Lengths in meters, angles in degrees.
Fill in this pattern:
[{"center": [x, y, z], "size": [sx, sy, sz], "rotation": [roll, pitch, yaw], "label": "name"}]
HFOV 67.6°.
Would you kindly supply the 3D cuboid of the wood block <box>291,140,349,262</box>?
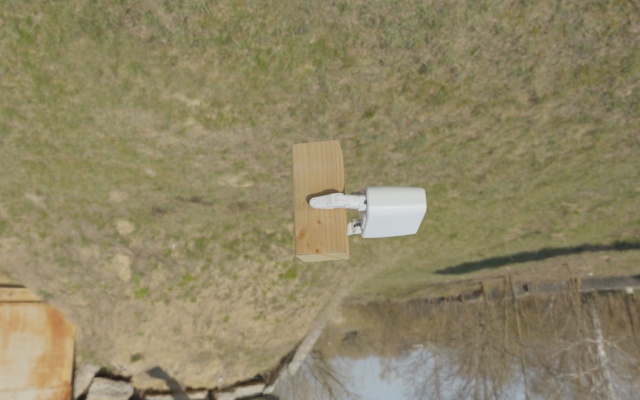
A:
[{"center": [0.001, 0.003, 0.884], "size": [0.090, 0.206, 0.091], "rotation": [-5, -15, 6], "label": "wood block"}]
